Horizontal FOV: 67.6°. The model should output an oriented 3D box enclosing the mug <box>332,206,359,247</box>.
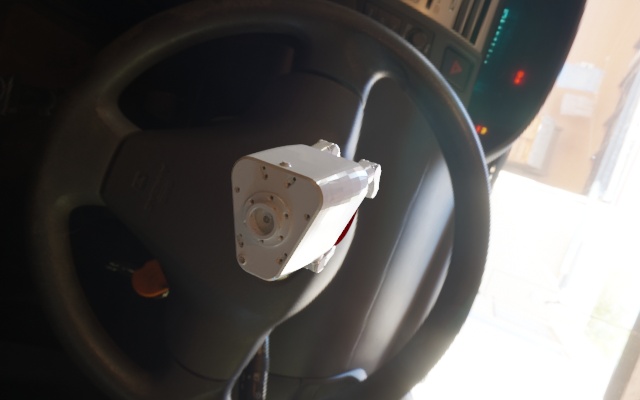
[{"bbox_3d":[0.001,0.002,0.578,0.081,0.093,0.117,23,20,20],"label":"mug"}]
